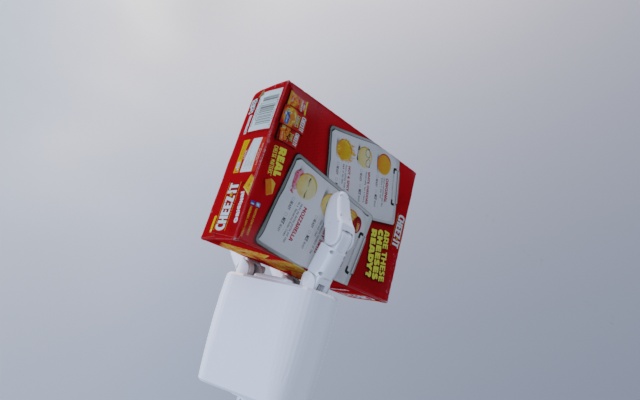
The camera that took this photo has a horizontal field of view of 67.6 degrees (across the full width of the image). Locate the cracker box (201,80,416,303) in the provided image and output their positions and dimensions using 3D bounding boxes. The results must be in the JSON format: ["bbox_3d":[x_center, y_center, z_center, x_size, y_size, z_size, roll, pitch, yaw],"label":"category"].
[{"bbox_3d":[0.000,0.002,0.513,0.214,0.164,0.072,29,-21,-38],"label":"cracker box"}]
